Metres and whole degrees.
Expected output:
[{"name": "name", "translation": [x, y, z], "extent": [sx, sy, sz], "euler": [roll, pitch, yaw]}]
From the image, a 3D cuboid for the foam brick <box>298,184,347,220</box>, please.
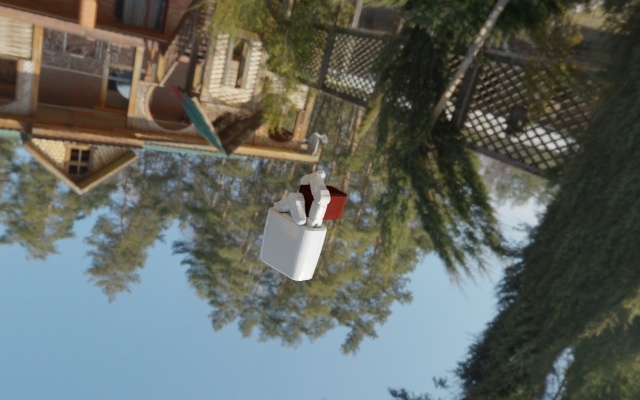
[{"name": "foam brick", "translation": [0.000, 0.003, 0.899], "extent": [0.078, 0.051, 0.053], "euler": [1, 21, -38]}]
